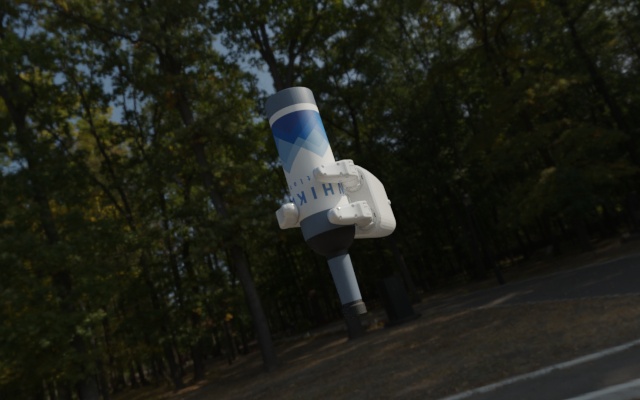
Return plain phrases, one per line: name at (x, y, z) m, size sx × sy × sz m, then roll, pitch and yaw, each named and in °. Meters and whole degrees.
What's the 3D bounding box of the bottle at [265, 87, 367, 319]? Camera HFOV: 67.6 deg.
bottle at (0.000, 0.002, 0.606) m, size 0.069 × 0.295 × 0.069 m, roll -17°, pitch -13°, yaw -4°
